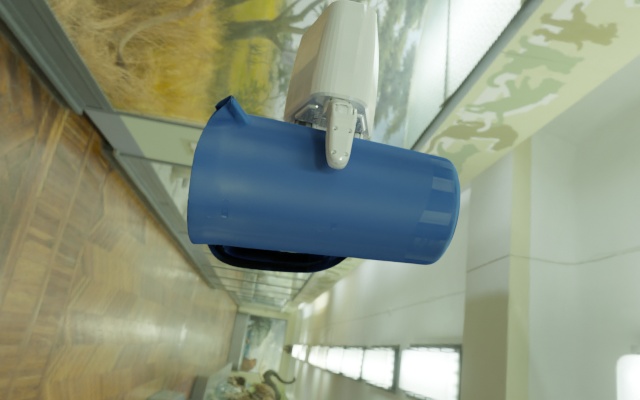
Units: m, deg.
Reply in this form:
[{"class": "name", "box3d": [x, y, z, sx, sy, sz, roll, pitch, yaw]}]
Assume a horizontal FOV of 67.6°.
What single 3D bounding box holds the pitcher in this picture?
[{"class": "pitcher", "box3d": [0.000, 0.001, 0.470, 0.243, 0.145, 0.149, 9, -12, -4]}]
